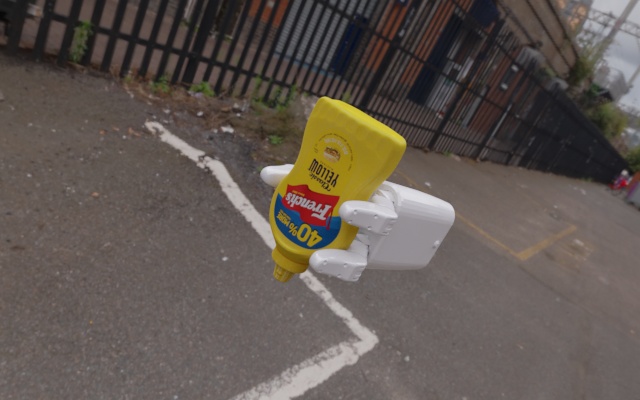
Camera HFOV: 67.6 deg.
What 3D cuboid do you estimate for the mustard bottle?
[{"bbox_3d":[0.000,0.001,0.480,0.096,0.192,0.058,35,20,23],"label":"mustard bottle"}]
